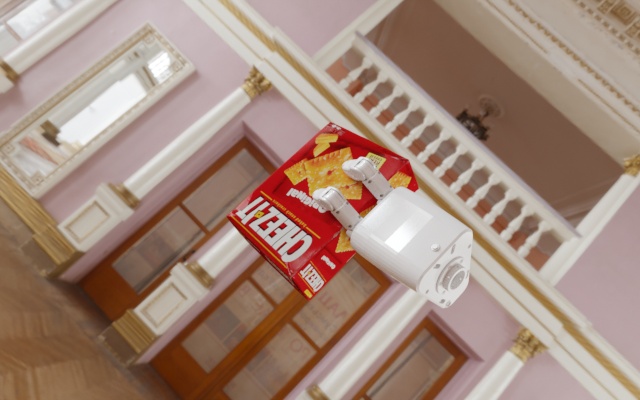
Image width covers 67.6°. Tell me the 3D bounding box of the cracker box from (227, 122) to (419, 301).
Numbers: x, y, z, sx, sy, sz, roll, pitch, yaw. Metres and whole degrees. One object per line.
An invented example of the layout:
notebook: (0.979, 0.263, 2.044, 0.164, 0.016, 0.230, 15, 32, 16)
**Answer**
cracker box: (0.000, 0.002, 0.655, 0.164, 0.213, 0.072, 35, -17, 42)
